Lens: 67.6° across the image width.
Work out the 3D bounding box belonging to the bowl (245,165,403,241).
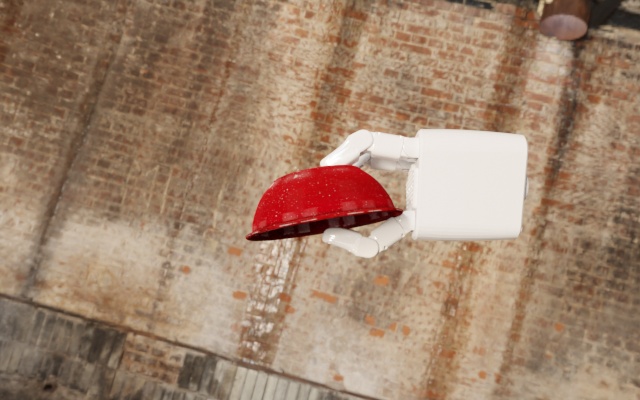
[{"bbox_3d":[-0.001,0.001,0.489,0.162,0.055,0.162,-10,-8,-1],"label":"bowl"}]
